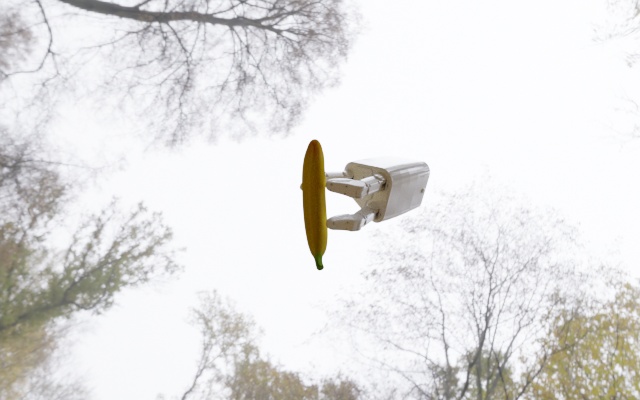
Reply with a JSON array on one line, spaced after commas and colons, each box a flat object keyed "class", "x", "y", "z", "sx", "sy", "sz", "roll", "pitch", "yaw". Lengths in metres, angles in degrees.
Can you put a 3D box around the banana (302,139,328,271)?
[{"class": "banana", "x": -0.006, "y": 0.003, "z": 0.738, "sx": 0.037, "sy": 0.198, "sz": 0.069, "roll": -7, "pitch": 10, "yaw": -18}]
